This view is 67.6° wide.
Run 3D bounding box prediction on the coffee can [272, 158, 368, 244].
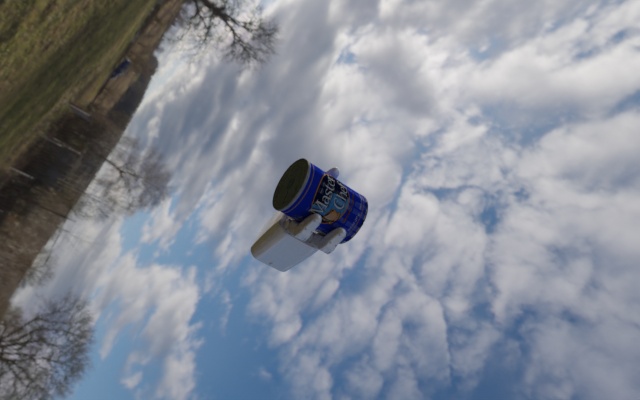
[{"bbox_3d":[0.000,0.003,0.857,0.140,0.102,0.103,31,-15,-26],"label":"coffee can"}]
